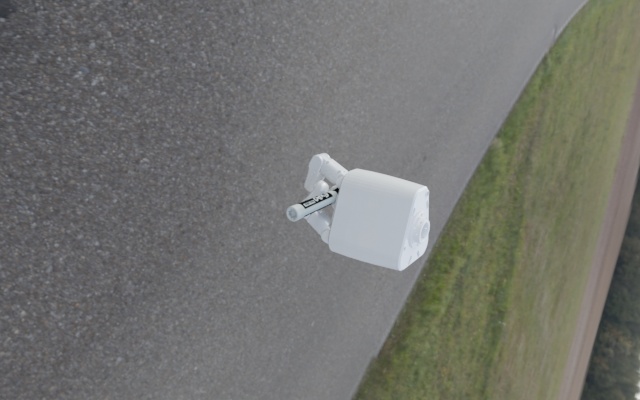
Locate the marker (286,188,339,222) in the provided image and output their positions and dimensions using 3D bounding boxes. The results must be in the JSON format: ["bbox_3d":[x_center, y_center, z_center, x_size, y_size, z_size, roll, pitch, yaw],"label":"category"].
[{"bbox_3d":[0.000,0.002,0.623,0.020,0.020,0.121,0,14,36],"label":"marker"}]
